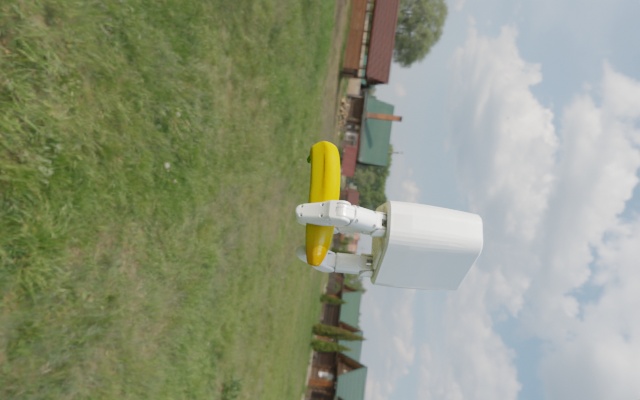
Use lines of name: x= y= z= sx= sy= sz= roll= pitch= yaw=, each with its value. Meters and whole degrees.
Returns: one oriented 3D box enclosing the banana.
banana: x=0.003 y=-0.014 z=0.576 sx=0.037 sy=0.070 sz=0.197 roll=7 pitch=42 yaw=-5
